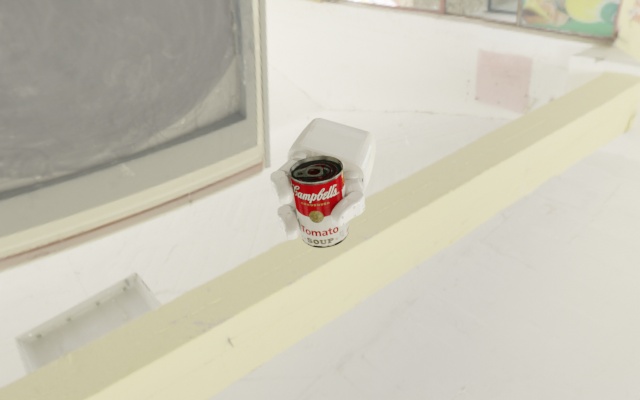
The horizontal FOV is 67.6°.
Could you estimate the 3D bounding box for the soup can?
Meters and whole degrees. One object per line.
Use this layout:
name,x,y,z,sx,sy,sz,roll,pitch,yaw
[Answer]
soup can,0.000,0.003,0.620,0.068,0.102,0.068,-5,33,3
